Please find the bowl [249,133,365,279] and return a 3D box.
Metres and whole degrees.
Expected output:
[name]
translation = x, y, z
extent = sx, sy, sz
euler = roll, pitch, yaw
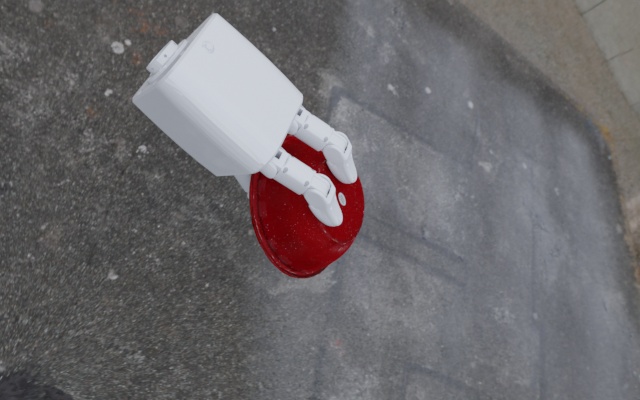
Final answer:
[bowl]
translation = 0.001, 0.002, 0.508
extent = 0.055, 0.162, 0.162
euler = -7, -4, 36
